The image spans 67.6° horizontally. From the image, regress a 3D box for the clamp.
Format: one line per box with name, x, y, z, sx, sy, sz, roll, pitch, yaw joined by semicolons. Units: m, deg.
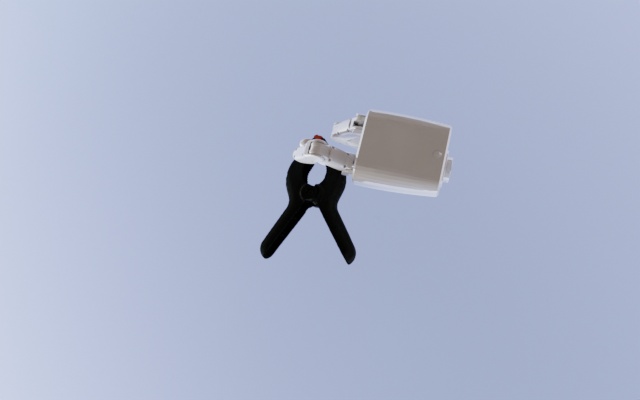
clamp;0.000;0.002;0.603;0.120;0.171;0.039;12;-13;12
